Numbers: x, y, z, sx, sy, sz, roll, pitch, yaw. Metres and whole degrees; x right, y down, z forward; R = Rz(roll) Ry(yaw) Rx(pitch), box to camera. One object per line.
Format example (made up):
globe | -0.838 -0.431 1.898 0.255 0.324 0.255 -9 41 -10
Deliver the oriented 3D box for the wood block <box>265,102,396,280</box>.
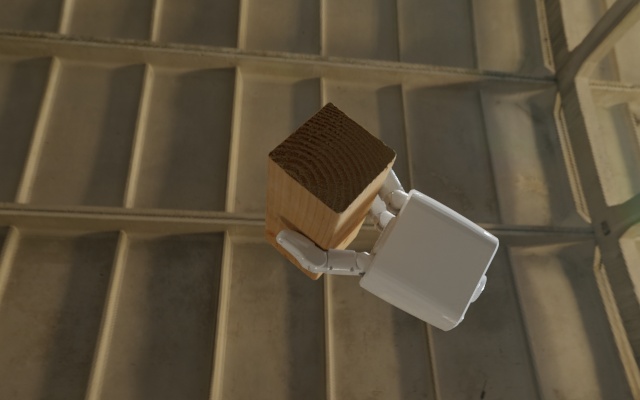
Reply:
wood block | 0.000 0.002 0.533 0.090 0.090 0.206 40 -24 12
